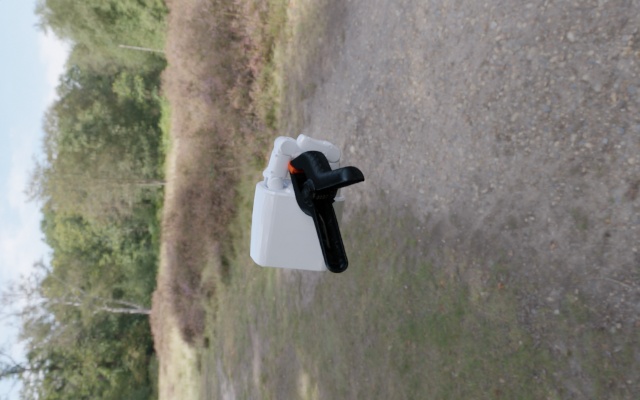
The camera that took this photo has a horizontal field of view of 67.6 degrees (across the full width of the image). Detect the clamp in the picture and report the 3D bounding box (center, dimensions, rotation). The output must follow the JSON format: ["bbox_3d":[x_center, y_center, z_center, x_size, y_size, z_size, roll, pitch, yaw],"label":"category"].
[{"bbox_3d":[-0.001,0.002,0.548,0.039,0.120,0.171,4,17,-22],"label":"clamp"}]
